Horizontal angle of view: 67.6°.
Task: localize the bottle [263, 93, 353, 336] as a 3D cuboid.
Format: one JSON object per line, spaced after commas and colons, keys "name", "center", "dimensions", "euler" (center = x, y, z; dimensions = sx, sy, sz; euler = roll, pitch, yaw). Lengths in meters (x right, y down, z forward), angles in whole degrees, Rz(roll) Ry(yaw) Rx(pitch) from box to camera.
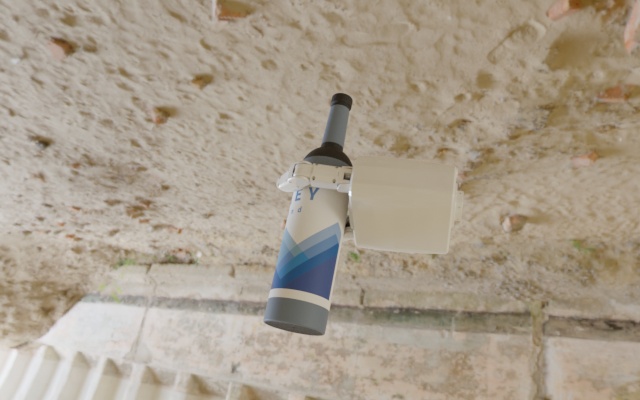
{"name": "bottle", "center": [0.000, 0.002, 0.558], "dimensions": [0.069, 0.295, 0.069], "euler": [10, -23, 4]}
